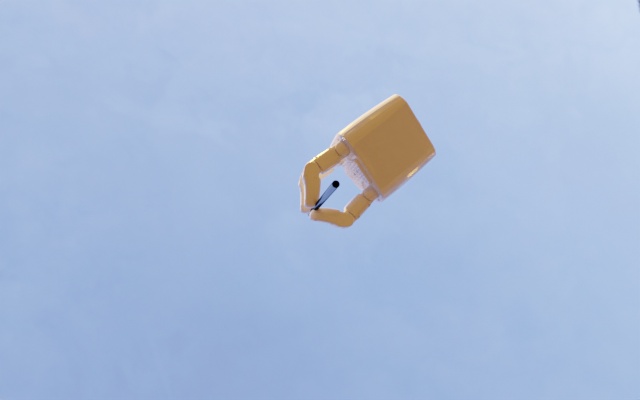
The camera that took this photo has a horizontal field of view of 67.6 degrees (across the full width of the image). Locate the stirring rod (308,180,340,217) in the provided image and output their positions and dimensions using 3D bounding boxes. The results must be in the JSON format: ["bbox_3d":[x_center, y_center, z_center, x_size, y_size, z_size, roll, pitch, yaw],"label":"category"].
[{"bbox_3d":[0.000,0.002,0.597,0.011,0.011,0.239,0,-9,-7],"label":"stirring rod"}]
